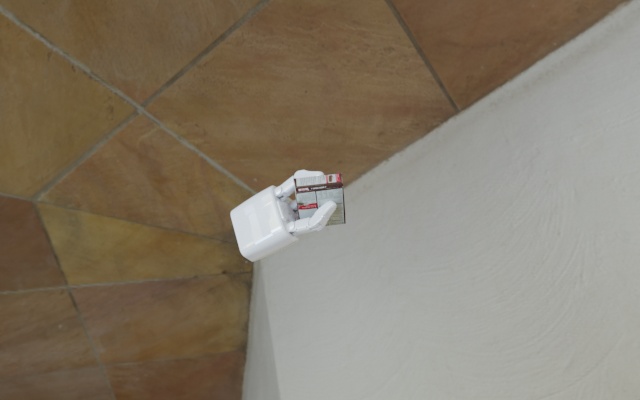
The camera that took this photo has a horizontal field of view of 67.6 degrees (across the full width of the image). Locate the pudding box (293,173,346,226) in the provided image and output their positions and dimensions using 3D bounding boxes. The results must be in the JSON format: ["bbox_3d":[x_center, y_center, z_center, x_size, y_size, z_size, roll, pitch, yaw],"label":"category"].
[{"bbox_3d":[0.000,0.003,0.892,0.090,0.039,0.114,-7,-39,-1],"label":"pudding box"}]
